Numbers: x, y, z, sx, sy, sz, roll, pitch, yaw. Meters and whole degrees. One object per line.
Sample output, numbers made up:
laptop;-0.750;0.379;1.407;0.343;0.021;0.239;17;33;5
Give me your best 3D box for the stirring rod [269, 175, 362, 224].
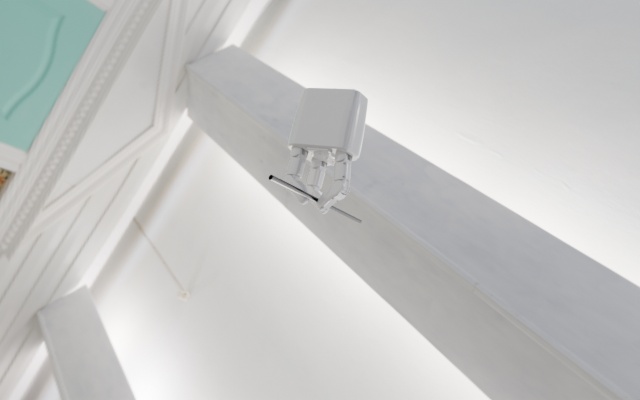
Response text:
stirring rod;0.000;0.002;0.764;0.011;0.011;0.239;0;-17;38
